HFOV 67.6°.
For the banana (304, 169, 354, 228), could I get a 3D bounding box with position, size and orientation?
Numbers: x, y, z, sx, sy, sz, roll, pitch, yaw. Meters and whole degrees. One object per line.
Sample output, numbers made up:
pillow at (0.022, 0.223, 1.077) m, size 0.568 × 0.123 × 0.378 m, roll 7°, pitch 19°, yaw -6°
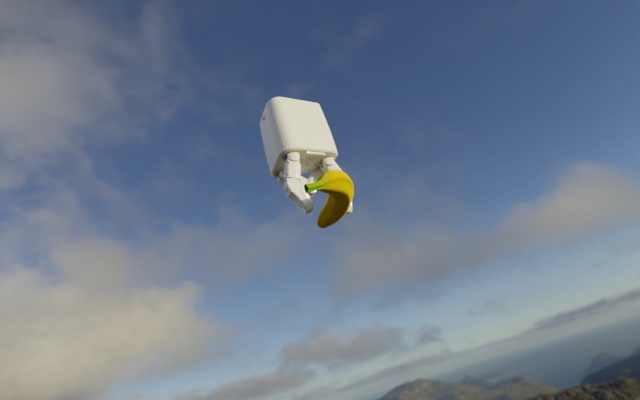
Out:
banana at (0.018, -0.004, 0.719) m, size 0.069 × 0.037 × 0.198 m, roll -17°, pitch -21°, yaw 0°
